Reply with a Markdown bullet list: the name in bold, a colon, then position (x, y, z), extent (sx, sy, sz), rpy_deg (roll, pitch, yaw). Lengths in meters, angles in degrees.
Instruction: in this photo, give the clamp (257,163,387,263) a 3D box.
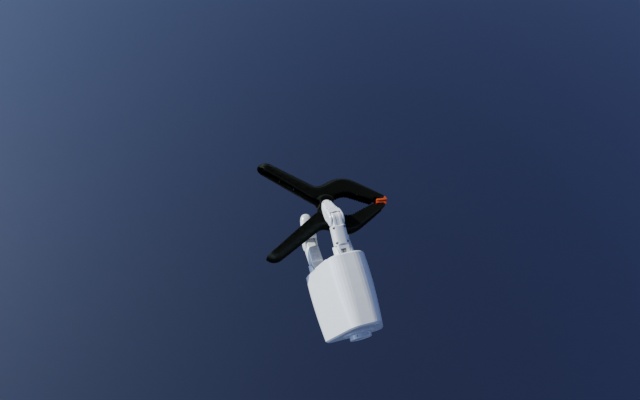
- **clamp**: position (0.001, 0.002, 0.764), extent (0.210, 0.164, 0.036), rpy_deg (-11, -20, -14)
